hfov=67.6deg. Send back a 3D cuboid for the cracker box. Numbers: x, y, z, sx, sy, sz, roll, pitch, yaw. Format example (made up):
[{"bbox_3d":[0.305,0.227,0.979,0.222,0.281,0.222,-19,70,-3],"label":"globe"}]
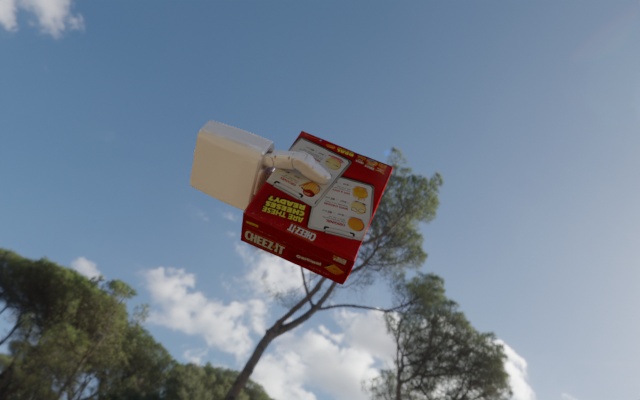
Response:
[{"bbox_3d":[0.000,0.002,0.723,0.164,0.072,0.213,23,46,6],"label":"cracker box"}]
